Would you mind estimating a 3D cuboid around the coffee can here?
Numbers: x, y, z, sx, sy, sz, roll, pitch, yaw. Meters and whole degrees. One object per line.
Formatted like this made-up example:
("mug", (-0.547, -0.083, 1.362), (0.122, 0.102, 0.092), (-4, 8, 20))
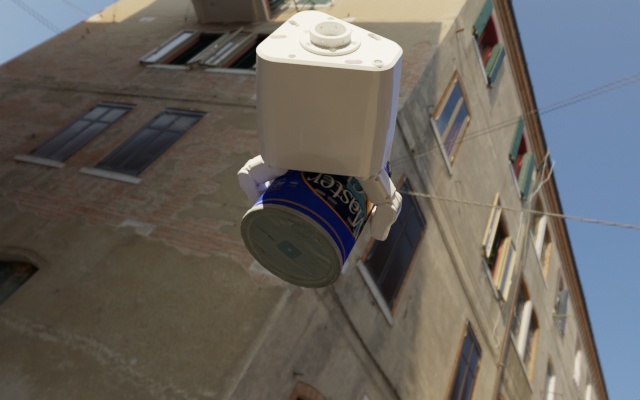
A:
("coffee can", (0.000, 0.002, 0.479), (0.103, 0.103, 0.140), (0, 40, 33))
